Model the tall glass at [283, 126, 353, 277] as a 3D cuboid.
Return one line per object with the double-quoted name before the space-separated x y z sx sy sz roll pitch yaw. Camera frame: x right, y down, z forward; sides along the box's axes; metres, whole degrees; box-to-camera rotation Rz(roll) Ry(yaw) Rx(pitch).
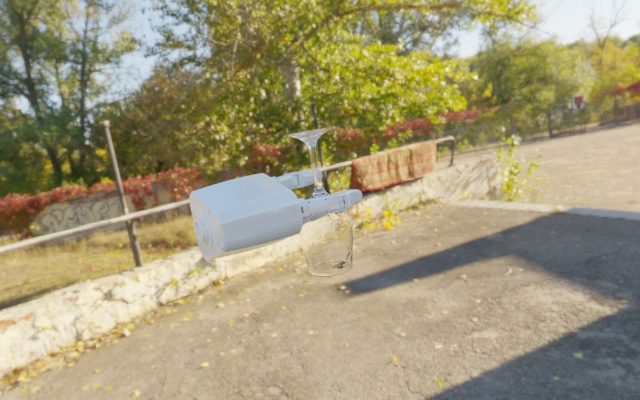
"tall glass" 0.000 0.001 0.669 0.079 0.201 0.079 -9 10 2
